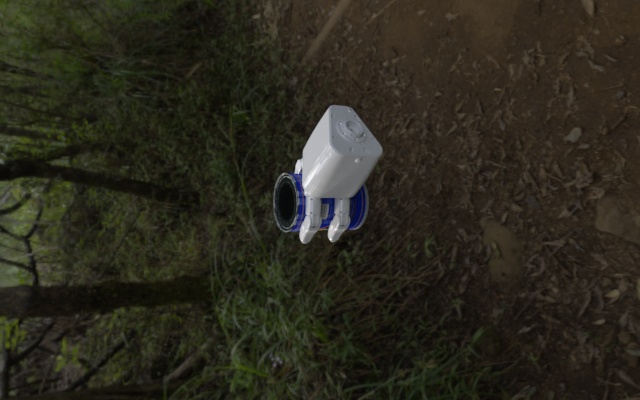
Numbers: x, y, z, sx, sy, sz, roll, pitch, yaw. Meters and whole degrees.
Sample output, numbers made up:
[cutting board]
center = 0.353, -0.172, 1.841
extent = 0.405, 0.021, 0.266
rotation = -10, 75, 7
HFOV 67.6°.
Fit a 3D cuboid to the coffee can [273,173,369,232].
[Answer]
[coffee can]
center = 0.000, 0.003, 0.849
extent = 0.140, 0.103, 0.103
rotation = -1, 0, -28
